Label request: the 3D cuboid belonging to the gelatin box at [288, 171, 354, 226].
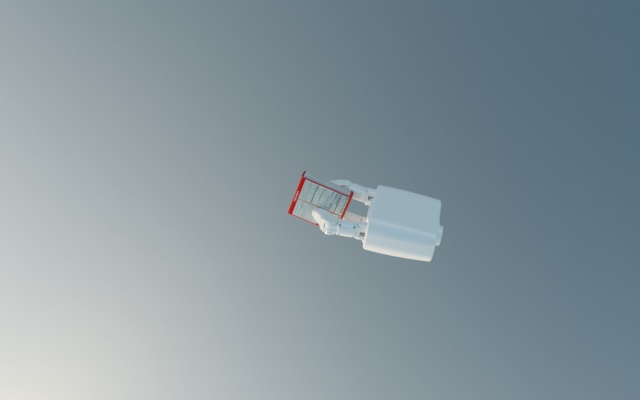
[{"bbox_3d":[0.000,0.003,0.783,0.089,0.073,0.030,22,27,-1],"label":"gelatin box"}]
